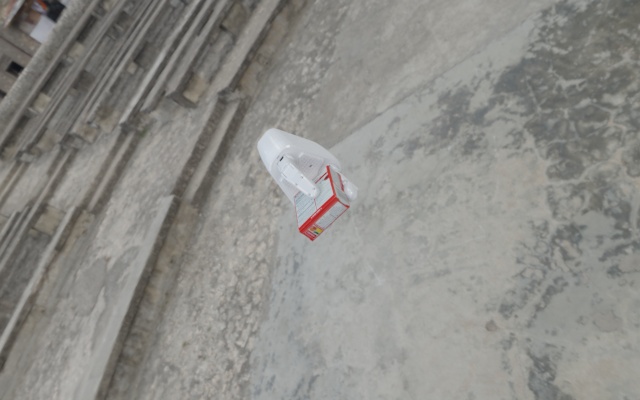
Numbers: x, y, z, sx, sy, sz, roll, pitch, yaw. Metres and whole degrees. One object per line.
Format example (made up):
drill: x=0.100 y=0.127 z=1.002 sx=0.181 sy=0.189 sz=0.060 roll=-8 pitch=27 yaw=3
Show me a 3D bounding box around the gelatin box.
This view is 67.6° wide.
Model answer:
gelatin box: x=0.000 y=0.002 z=0.662 sx=0.030 sy=0.073 sz=0.089 roll=36 pitch=21 yaw=-27
